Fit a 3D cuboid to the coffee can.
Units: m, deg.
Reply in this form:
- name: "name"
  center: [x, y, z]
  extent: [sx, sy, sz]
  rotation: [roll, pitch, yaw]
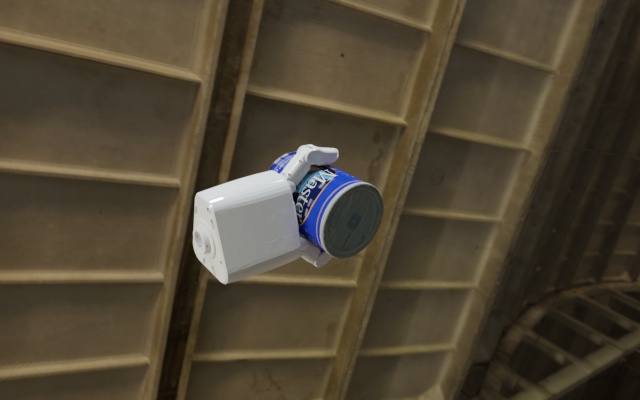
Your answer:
- name: "coffee can"
  center: [0.000, 0.002, 0.646]
  extent: [0.103, 0.103, 0.140]
  rotation: [0, 21, -41]
